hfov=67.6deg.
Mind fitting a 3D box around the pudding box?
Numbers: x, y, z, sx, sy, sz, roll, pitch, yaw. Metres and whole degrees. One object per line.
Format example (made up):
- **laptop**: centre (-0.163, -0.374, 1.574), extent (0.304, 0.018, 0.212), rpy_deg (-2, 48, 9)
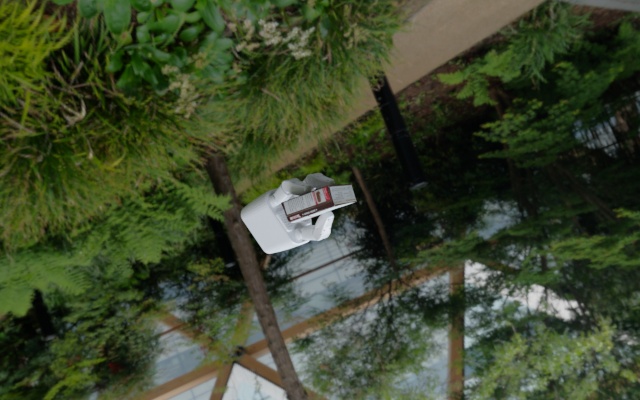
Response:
- **pudding box**: centre (0.000, 0.003, 0.801), extent (0.090, 0.039, 0.113), rpy_deg (-21, -3, 22)
